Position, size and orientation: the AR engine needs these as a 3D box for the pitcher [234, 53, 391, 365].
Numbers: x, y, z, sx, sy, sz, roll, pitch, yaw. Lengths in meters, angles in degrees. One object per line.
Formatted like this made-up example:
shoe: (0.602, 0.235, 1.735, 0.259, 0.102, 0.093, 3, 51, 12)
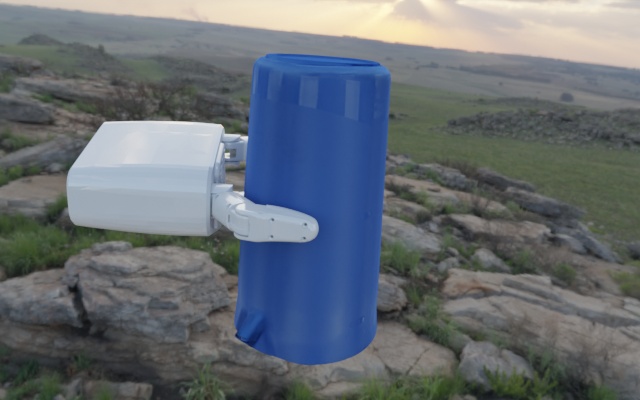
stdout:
pitcher: (0.000, 0.001, 0.419, 0.145, 0.243, 0.149, 2, 20, -6)
